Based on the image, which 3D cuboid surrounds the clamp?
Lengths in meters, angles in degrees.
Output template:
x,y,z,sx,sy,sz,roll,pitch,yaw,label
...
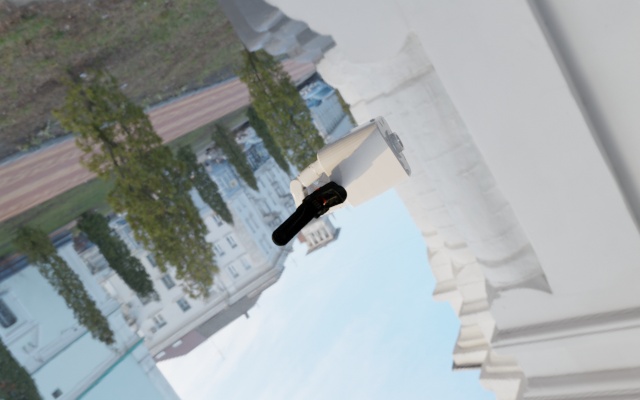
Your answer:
x,y,z,sx,sy,sz,roll,pitch,yaw,label
0.000,0.003,0.691,0.120,0.039,0.171,-29,10,21,clamp
